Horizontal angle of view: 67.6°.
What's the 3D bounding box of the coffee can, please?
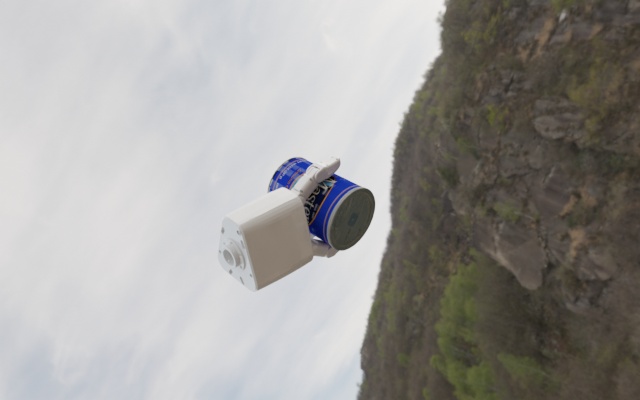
[{"bbox_3d":[0.000,0.002,0.751,0.140,0.103,0.103,29,18,36],"label":"coffee can"}]
